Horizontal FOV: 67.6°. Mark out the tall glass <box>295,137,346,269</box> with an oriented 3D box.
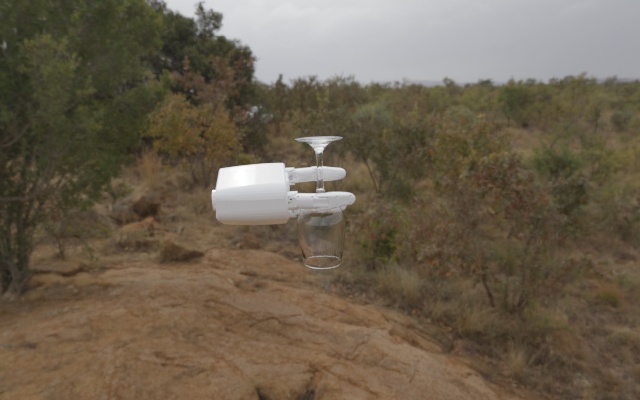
[{"bbox_3d":[0.000,0.002,0.752,0.079,0.201,0.079,-2,11,0],"label":"tall glass"}]
